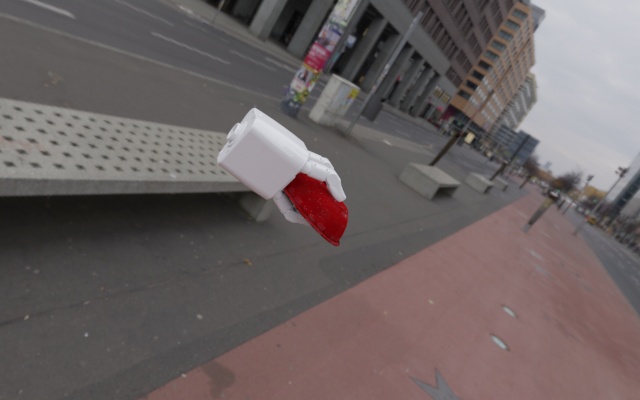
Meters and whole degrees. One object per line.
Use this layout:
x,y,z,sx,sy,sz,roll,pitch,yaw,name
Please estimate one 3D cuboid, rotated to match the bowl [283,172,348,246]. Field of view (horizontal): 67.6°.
0.001,0.003,0.850,0.055,0.162,0.162,-40,-6,8,bowl
